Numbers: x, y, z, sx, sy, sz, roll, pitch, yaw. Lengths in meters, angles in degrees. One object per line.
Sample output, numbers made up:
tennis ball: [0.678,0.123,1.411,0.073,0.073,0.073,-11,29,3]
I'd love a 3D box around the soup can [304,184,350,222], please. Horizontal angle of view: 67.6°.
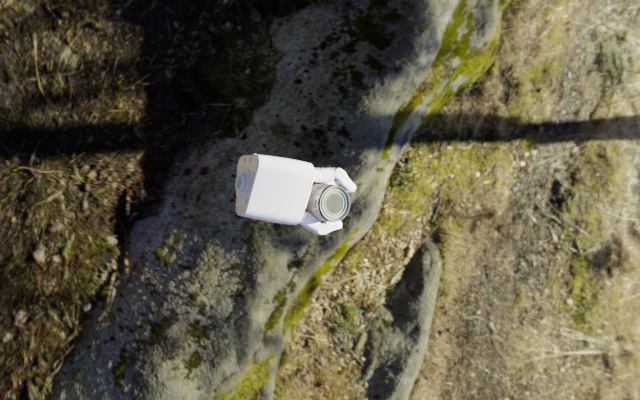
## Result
soup can: [0.001,0.003,0.887,0.068,0.068,0.102,0,3,-31]
